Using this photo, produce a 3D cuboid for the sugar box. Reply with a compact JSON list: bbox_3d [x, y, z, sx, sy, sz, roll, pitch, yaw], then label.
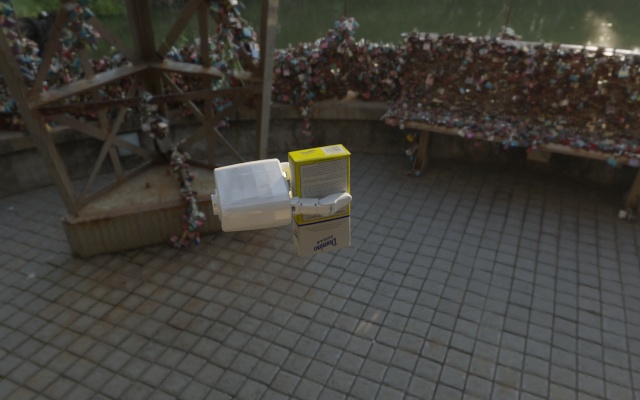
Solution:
[{"bbox_3d":[0.000,0.002,0.782,0.093,0.176,0.048,-10,32,-16],"label":"sugar box"}]
